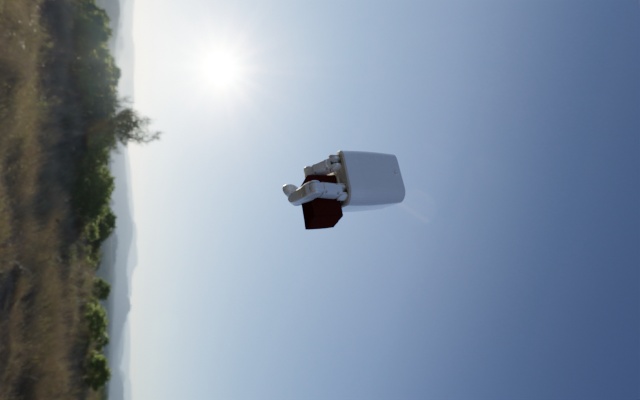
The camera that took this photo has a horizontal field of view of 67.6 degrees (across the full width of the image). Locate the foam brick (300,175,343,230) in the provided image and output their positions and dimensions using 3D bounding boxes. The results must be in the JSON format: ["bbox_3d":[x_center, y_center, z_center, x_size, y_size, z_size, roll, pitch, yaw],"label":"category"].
[{"bbox_3d":[0.000,0.003,0.791,0.051,0.078,0.053,0,-26,-21],"label":"foam brick"}]
